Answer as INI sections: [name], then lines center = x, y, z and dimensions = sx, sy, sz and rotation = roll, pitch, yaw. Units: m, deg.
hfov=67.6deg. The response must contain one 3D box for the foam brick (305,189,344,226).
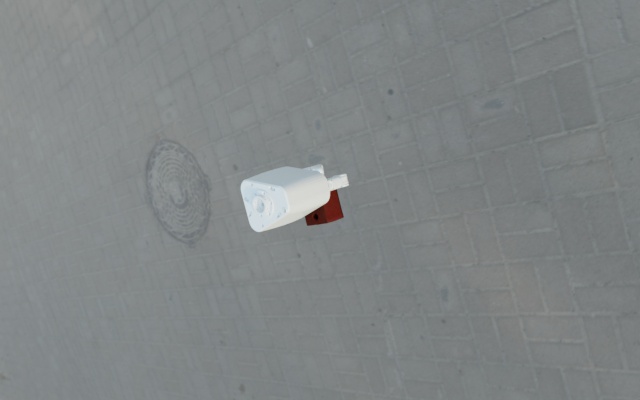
[foam brick]
center = 0.000, 0.003, 0.879
dimensions = 0.053, 0.078, 0.051
rotation = -10, 7, 40
